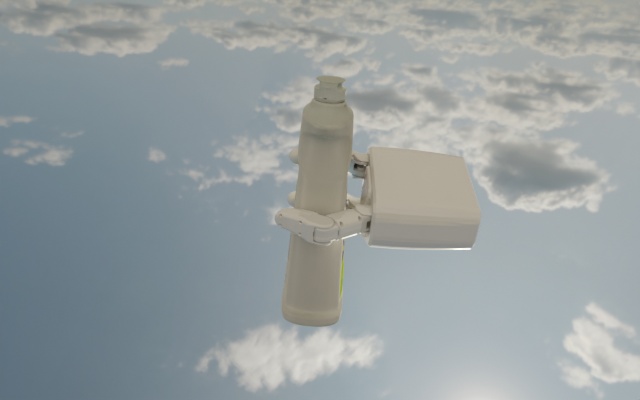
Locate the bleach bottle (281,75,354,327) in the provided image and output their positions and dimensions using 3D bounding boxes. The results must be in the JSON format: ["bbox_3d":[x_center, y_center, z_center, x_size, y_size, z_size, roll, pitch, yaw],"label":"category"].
[{"bbox_3d":[0.000,0.002,0.495,0.068,0.251,0.102,5,27,-1],"label":"bleach bottle"}]
